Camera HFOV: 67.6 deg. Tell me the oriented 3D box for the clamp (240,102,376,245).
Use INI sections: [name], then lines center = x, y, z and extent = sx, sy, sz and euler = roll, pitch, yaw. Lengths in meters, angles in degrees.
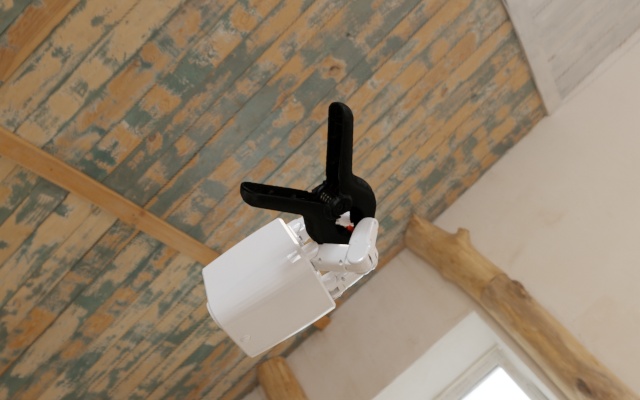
[clamp]
center = 0.000, 0.001, 0.458
extent = 0.120, 0.172, 0.039
euler = -32, 43, -6
